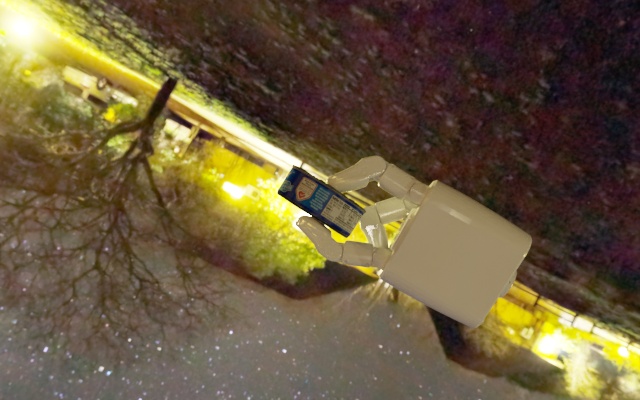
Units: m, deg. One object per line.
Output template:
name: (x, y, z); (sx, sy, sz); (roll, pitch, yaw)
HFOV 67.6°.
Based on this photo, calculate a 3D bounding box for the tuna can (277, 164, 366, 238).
tuna can: (0.000, 0.002, 0.471); (0.086, 0.034, 0.086); (33, -2, 1)
